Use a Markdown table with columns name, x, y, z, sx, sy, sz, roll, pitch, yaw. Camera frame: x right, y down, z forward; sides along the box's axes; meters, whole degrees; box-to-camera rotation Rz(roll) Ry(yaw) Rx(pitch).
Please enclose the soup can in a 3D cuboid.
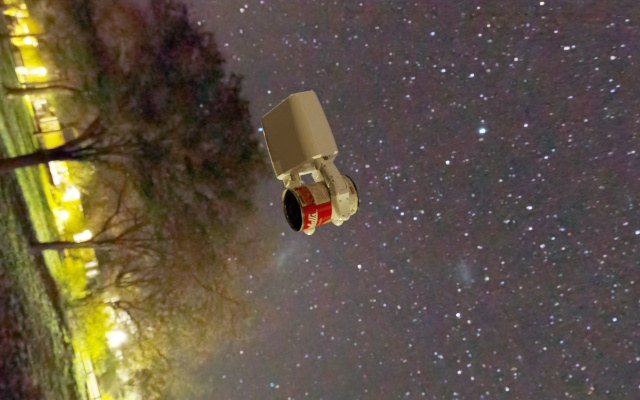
| name | x | y | z | sx | sy | sz | roll | pitch | yaw |
| --- | --- | --- | --- | --- | --- | --- | --- | --- | --- |
| soup can | 0.001 | 0.003 | 0.740 | 0.102 | 0.068 | 0.068 | -16 | 7 | -26 |
